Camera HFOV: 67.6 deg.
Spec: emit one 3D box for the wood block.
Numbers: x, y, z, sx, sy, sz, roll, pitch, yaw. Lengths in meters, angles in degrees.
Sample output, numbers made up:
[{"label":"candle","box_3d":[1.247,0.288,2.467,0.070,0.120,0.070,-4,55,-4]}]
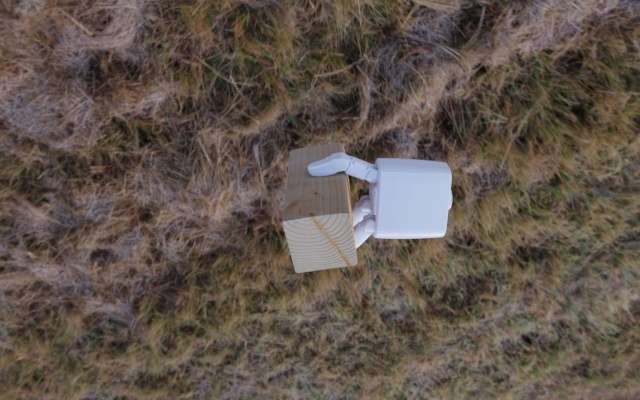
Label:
[{"label":"wood block","box_3d":[0.000,0.002,0.719,0.090,0.091,0.206,-8,32,5]}]
